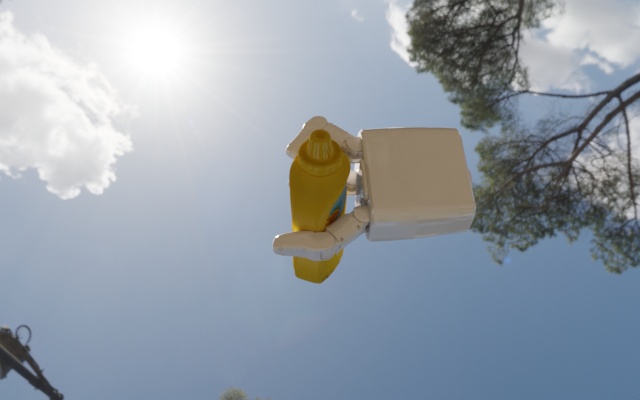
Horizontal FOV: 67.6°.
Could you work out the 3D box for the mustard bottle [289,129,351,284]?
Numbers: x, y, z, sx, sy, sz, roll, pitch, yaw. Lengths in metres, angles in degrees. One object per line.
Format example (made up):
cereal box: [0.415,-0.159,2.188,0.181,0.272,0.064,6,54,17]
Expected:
mustard bottle: [0.000,0.002,0.501,0.058,0.096,0.192,16,-37,12]
